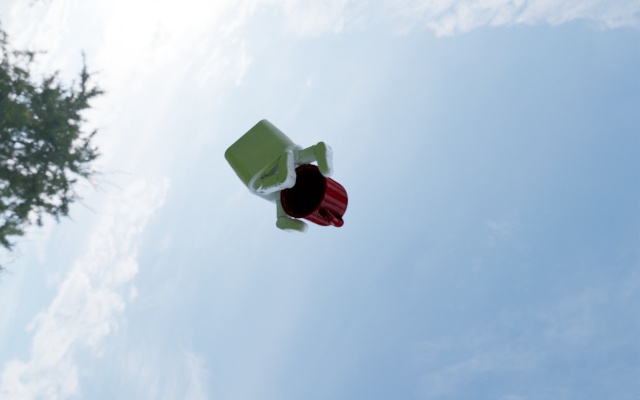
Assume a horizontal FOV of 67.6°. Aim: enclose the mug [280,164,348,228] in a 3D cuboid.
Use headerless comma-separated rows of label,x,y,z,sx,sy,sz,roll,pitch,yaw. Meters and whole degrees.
mug,0.001,0.003,0.790,0.081,0.093,0.117,27,15,-51
